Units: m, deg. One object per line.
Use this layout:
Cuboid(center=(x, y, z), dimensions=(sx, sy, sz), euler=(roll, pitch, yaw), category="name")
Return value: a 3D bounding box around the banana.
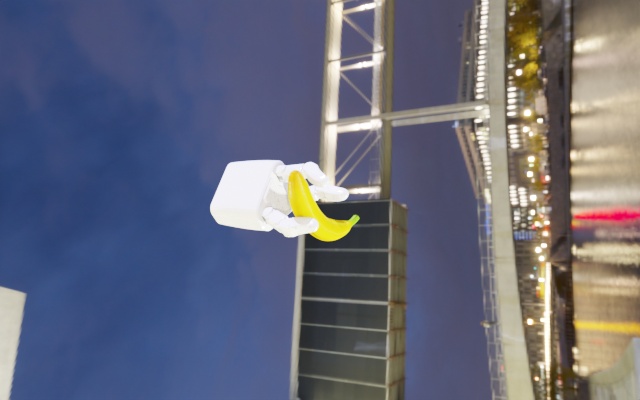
Cuboid(center=(-0.004, 0.021, 0.760), dimensions=(0.037, 0.069, 0.198), euler=(10, -16, 35), category="banana")
